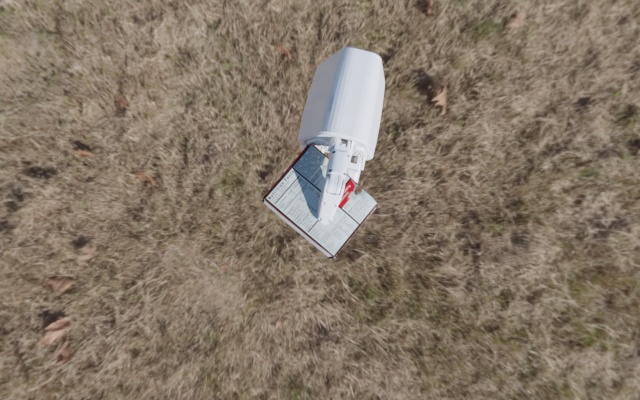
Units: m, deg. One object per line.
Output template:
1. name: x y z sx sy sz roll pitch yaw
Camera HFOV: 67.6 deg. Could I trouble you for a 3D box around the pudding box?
1. pudding box: 0.000 0.002 0.576 0.113 0.090 0.039 41 -9 -1
